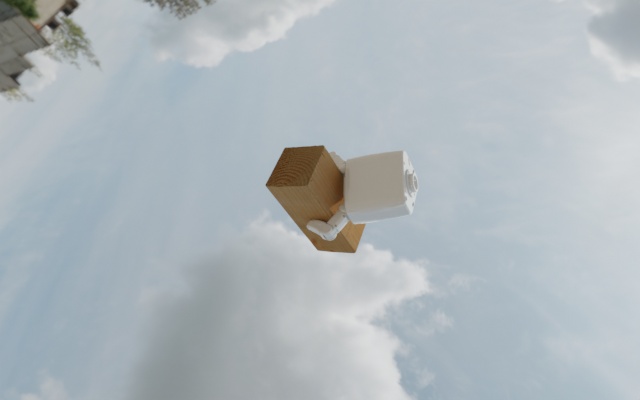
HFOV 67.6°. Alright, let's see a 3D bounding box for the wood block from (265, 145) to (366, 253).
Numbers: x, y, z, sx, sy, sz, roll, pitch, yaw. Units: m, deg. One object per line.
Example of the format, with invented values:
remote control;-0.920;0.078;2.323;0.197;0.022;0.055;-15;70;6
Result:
wood block;0.000;0.003;0.875;0.090;0.090;0.206;1;-37;33
